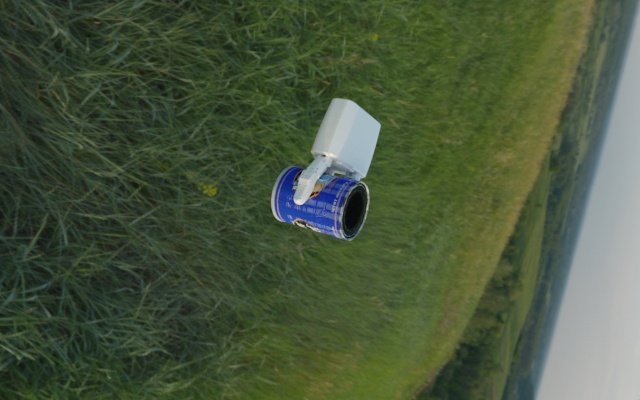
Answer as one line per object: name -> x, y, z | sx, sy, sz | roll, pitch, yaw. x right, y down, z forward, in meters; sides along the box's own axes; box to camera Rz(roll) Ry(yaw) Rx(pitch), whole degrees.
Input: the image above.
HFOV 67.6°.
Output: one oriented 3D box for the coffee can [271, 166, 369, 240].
coffee can -> 0.000, 0.003, 0.833 | 0.140, 0.103, 0.103 | 14, 7, 28
